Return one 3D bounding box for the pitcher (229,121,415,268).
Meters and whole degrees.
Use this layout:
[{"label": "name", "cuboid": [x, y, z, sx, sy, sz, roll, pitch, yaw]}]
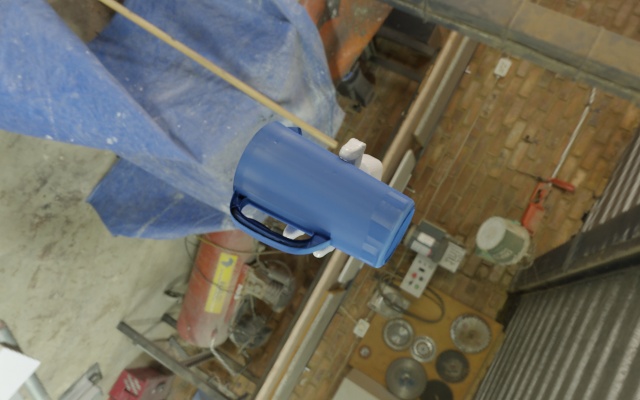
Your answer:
[{"label": "pitcher", "cuboid": [0.000, 0.002, 0.684, 0.243, 0.149, 0.145, 29, 16, 15]}]
